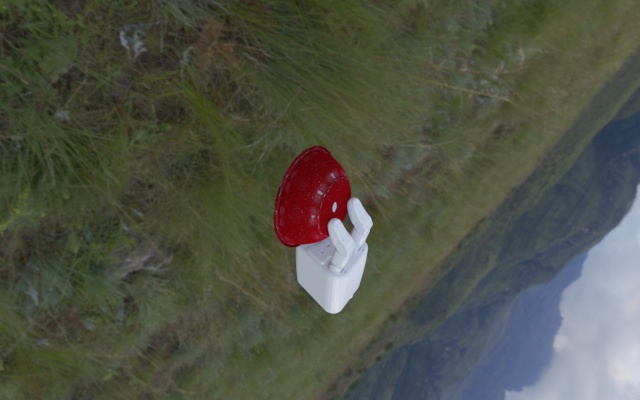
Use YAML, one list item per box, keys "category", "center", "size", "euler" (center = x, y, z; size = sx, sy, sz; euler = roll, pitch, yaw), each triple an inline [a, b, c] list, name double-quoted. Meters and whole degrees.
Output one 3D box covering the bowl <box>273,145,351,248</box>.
- category: "bowl"
  center: [0.000, 0.002, 0.712]
  size: [0.055, 0.162, 0.162]
  euler: [19, 9, 28]
